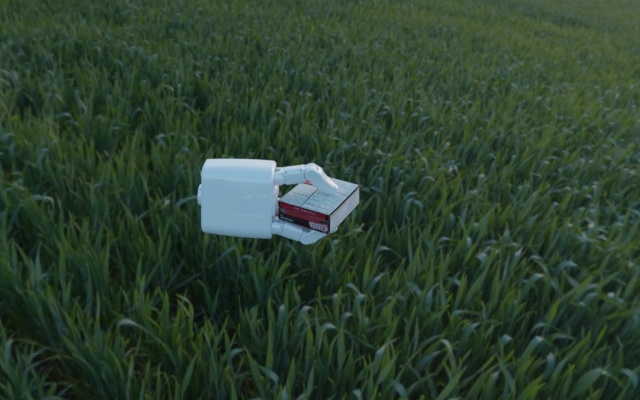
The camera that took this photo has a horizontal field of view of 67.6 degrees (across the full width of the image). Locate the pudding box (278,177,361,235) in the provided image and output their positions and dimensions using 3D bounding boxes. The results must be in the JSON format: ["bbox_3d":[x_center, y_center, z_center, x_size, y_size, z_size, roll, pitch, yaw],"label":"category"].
[{"bbox_3d":[0.000,0.002,0.740,0.090,0.039,0.113,17,35,23],"label":"pudding box"}]
